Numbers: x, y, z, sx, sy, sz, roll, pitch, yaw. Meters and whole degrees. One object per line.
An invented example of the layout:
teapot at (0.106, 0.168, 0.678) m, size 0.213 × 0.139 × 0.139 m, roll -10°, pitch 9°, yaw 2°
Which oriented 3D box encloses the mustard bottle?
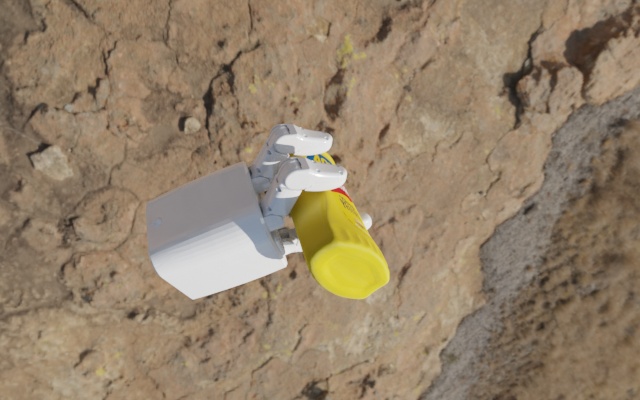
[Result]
mustard bottle at (0.000, 0.002, 0.475) m, size 0.058 × 0.191 × 0.096 m, roll -39°, pitch -46°, yaw 15°
